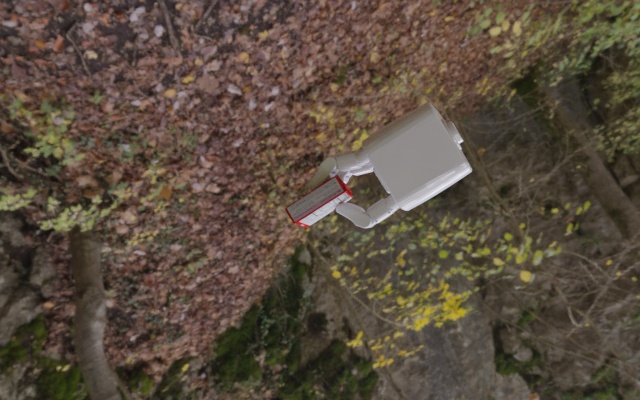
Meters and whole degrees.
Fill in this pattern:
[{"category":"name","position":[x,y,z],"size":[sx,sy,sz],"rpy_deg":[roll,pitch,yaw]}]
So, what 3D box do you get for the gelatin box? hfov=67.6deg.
[{"category":"gelatin box","position":[0.000,0.003,0.688],"size":[0.089,0.030,0.073],"rpy_deg":[-33,-12,6]}]
